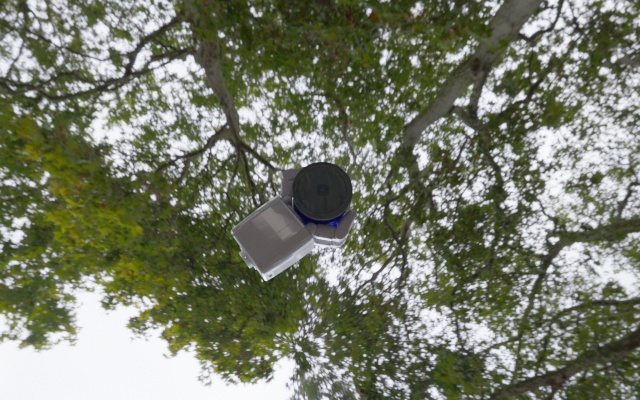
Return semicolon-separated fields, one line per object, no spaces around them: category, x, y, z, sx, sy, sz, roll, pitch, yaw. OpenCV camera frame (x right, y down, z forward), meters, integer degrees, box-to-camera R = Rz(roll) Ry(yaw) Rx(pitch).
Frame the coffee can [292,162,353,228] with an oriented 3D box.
coffee can;0.000;0.003;0.864;0.103;0.102;0.140;0;-17;-3
